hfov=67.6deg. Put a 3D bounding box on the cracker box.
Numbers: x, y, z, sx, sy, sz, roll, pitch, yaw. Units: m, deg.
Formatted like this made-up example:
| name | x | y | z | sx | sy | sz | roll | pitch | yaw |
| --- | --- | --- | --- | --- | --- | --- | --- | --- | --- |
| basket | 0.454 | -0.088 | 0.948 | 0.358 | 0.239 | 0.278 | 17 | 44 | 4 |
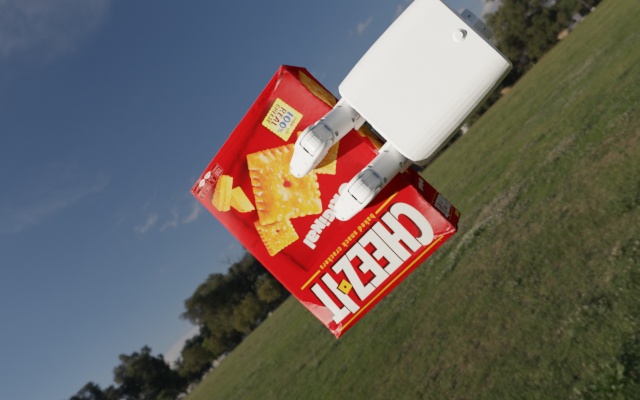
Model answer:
| name | x | y | z | sx | sy | sz | roll | pitch | yaw |
| --- | --- | --- | --- | --- | --- | --- | --- | --- | --- |
| cracker box | 0.000 | 0.001 | 0.468 | 0.164 | 0.213 | 0.072 | -48 | -5 | 21 |
